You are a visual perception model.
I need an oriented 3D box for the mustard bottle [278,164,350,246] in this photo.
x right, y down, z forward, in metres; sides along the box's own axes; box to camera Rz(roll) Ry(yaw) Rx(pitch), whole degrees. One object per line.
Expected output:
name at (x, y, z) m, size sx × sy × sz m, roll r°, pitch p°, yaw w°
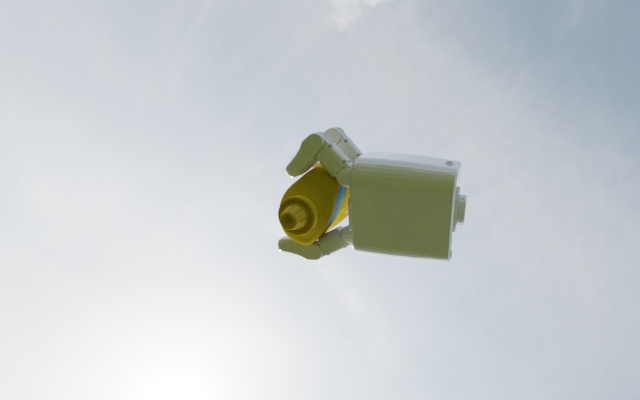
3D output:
mustard bottle at (0.000, 0.002, 0.555) m, size 0.058 × 0.096 × 0.191 m, roll 31°, pitch 20°, yaw 11°
